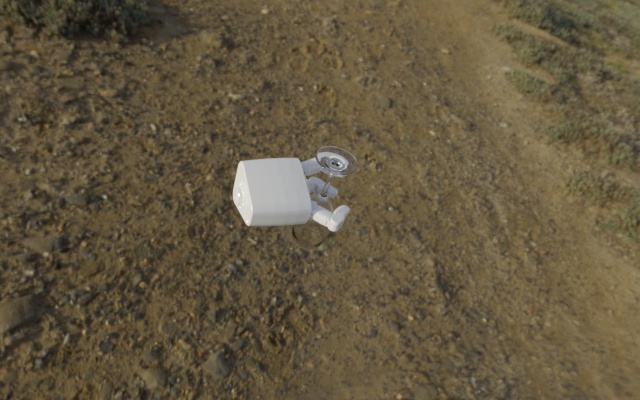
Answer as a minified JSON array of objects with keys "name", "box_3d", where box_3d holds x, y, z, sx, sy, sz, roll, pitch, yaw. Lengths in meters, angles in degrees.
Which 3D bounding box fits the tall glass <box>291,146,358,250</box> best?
[{"name":"tall glass","box_3d":[0.000,0.002,0.864,0.079,0.201,0.079,11,42,-10]}]
